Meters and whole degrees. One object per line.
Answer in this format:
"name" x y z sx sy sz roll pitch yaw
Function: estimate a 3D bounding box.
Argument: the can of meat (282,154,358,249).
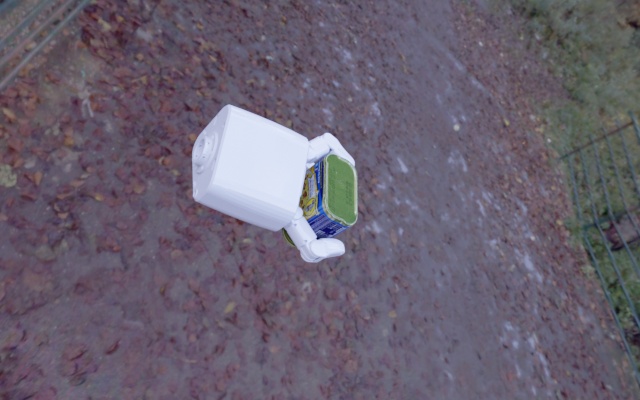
"can of meat" 0.000 0.002 0.599 0.057 0.102 0.084 24 -40 -30
